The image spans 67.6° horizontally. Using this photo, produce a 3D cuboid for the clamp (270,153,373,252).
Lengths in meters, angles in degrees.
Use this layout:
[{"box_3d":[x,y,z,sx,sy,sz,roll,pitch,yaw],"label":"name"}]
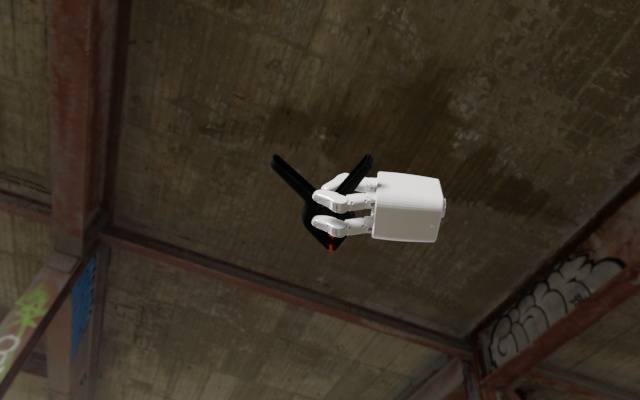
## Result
[{"box_3d":[0.000,0.003,0.809,0.164,0.210,0.036,7,41,7],"label":"clamp"}]
